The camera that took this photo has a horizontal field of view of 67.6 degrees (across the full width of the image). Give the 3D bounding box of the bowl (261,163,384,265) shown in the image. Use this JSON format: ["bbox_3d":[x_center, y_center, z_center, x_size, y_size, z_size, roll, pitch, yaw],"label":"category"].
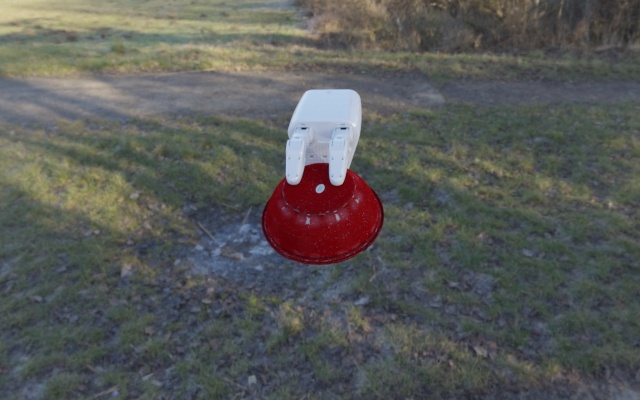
[{"bbox_3d":[0.000,0.003,0.607,0.162,0.162,0.055,0,-43,7],"label":"bowl"}]
